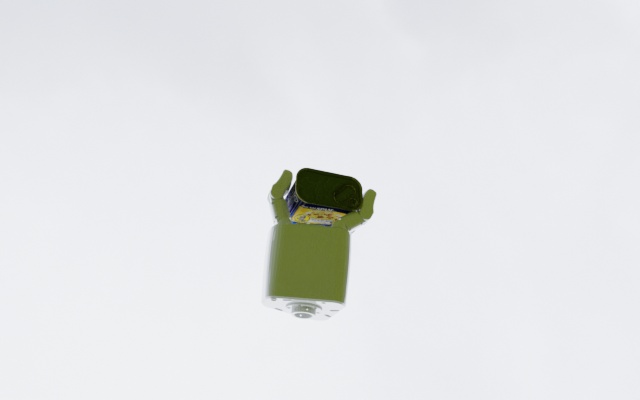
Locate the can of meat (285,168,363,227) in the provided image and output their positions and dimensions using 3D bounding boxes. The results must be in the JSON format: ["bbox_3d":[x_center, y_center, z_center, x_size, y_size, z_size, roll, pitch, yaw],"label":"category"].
[{"bbox_3d":[0.000,0.002,0.712,0.102,0.057,0.084,10,-31,-17],"label":"can of meat"}]
